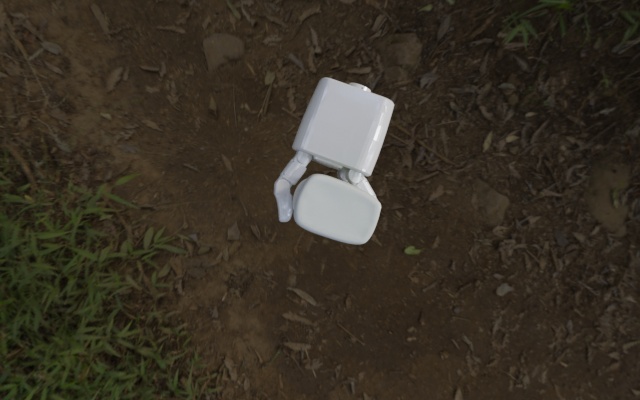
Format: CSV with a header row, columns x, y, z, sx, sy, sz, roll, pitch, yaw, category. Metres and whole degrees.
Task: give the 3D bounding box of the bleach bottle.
x,y,z,sx,sy,sz,roll,pitch,yaw,category
0.000,0.002,0.664,0.102,0.068,0.251,21,1,-11,bleach bottle
